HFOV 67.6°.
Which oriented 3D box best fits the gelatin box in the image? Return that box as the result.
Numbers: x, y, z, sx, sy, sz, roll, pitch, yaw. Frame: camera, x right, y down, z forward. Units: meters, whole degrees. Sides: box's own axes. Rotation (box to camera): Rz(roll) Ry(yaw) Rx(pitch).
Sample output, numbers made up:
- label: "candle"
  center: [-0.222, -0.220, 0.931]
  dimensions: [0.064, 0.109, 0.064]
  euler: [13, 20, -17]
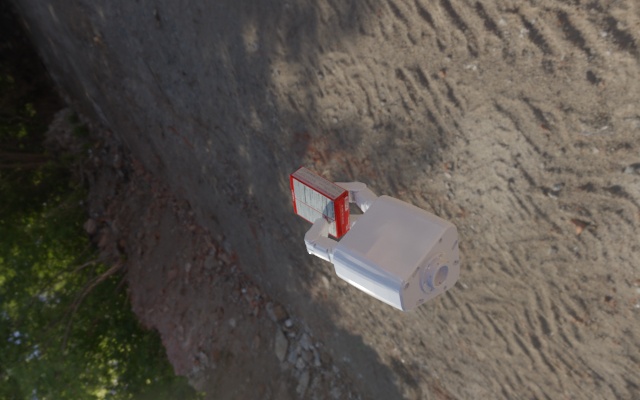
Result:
- label: "gelatin box"
  center: [0.000, 0.002, 0.666]
  dimensions: [0.089, 0.073, 0.030]
  euler: [29, 53, 32]
